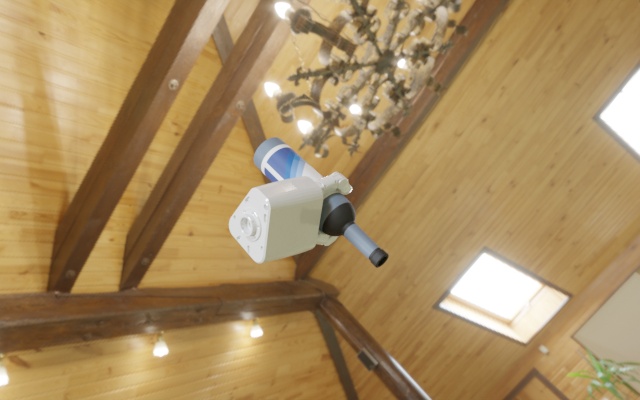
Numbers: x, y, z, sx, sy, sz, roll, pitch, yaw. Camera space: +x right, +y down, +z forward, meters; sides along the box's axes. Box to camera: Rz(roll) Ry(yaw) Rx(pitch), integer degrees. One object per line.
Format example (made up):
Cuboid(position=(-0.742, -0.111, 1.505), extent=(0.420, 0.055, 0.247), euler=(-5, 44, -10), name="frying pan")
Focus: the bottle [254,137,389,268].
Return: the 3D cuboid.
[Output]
Cuboid(position=(0.000, 0.002, 0.788), extent=(0.295, 0.069, 0.069), euler=(44, 25, 29), name="bottle")
